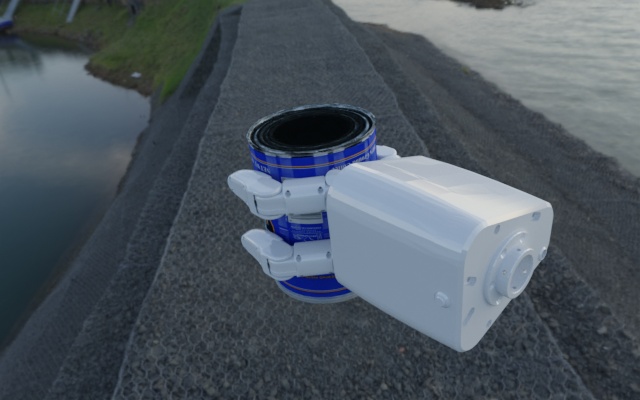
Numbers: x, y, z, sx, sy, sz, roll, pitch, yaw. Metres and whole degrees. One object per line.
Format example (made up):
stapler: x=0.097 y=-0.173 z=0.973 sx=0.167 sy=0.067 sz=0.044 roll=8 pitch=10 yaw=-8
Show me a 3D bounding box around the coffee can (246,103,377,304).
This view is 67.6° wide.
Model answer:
coffee can: x=0.000 y=0.001 z=0.408 sx=0.103 sy=0.140 sz=0.102 roll=-6 pitch=30 yaw=3
